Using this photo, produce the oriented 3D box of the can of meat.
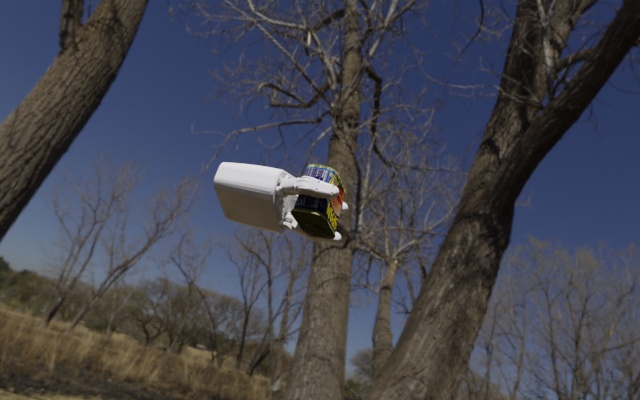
[{"bbox_3d":[0.000,0.002,0.759,0.057,0.084,0.102,9,-23,19],"label":"can of meat"}]
